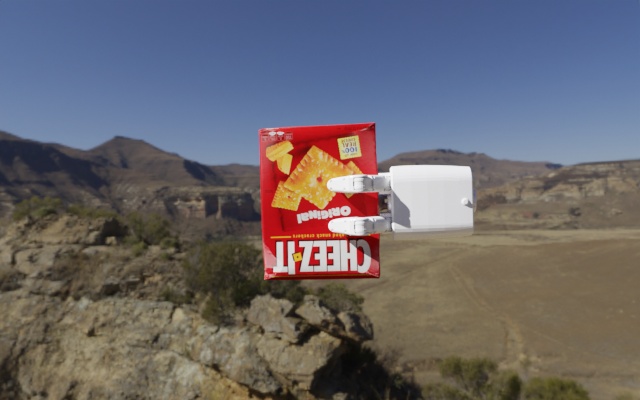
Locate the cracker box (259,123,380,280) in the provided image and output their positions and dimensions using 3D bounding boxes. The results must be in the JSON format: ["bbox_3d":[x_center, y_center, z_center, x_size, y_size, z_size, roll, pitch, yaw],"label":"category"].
[{"bbox_3d":[0.000,0.002,0.677,0.164,0.213,0.072,-2,1,5],"label":"cracker box"}]
